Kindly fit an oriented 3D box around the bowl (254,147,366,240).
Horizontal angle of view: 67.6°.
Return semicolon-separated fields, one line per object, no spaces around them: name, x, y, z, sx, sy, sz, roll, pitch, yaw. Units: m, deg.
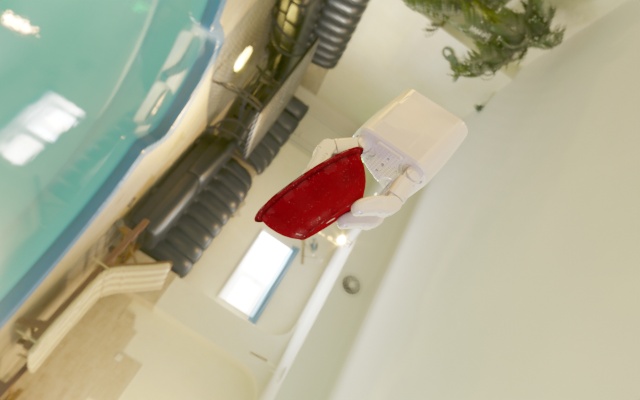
bowl;-0.001;0.003;0.592;0.162;0.055;0.162;-33;-7;-5
